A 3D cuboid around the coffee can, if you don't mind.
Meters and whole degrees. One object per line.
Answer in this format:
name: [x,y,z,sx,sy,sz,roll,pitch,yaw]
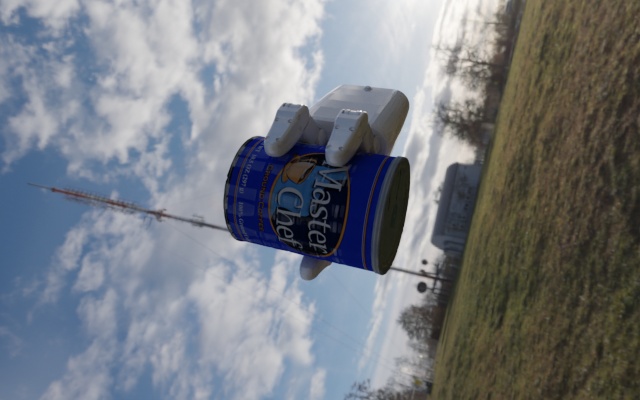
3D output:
coffee can: [0.000,0.002,0.430,0.140,0.103,0.103,11,4,19]
